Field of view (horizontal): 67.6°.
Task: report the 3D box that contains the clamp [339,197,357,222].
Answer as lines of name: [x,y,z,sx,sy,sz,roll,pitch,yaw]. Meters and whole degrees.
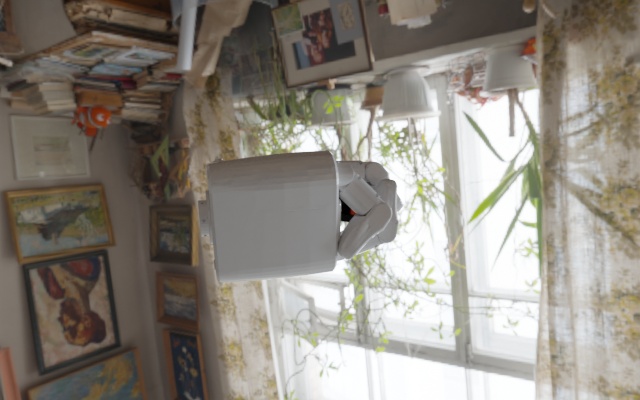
clamp: [0.000,0.002,0.531,0.120,0.039,0.171,-4,4,-14]
